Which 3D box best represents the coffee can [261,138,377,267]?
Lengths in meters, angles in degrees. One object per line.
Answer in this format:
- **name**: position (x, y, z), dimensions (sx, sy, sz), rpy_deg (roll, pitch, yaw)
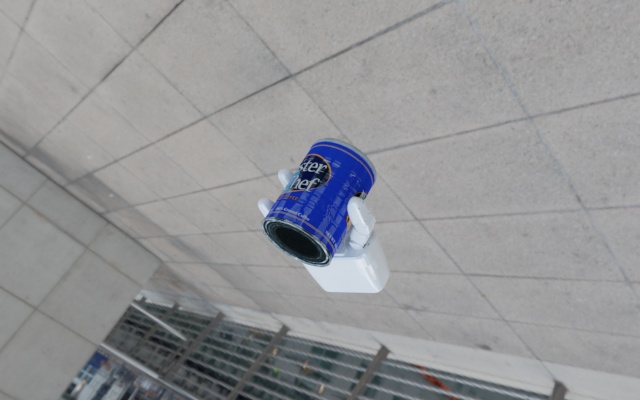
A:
- **coffee can**: position (0.000, 0.002, 0.635), dimensions (0.103, 0.140, 0.103), rpy_deg (24, -28, 14)
